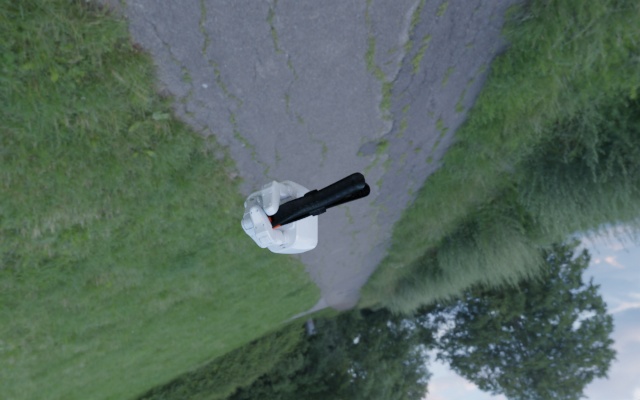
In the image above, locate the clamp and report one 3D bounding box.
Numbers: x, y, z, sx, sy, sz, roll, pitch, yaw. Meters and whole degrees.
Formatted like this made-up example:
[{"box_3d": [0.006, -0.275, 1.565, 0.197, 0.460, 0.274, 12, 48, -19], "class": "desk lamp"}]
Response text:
[{"box_3d": [0.000, 0.003, 0.729, 0.171, 0.039, 0.120, -20, -14, 16], "class": "clamp"}]
